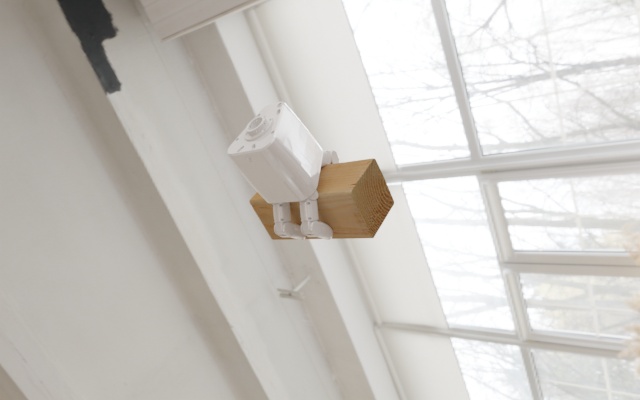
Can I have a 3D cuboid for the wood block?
[{"bbox_3d":[0.000,0.002,0.774,0.206,0.090,0.090,-4,35,39],"label":"wood block"}]
